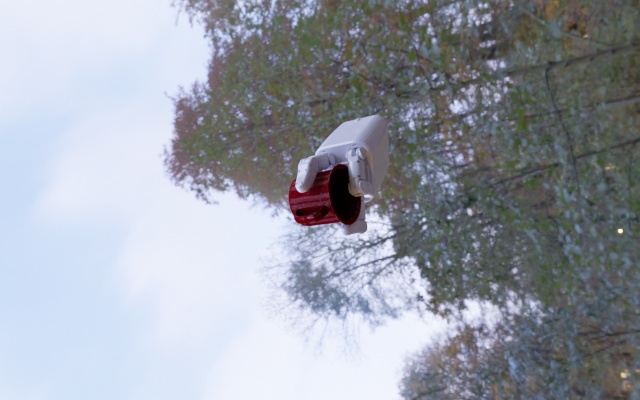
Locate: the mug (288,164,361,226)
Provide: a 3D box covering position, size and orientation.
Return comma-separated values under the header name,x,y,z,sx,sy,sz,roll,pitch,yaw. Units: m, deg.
name,x,y,z,sx,sy,sz,roll,pitch,yaw
mug,-0.001,0.003,0.727,0.081,0.093,0.117,-9,27,33
